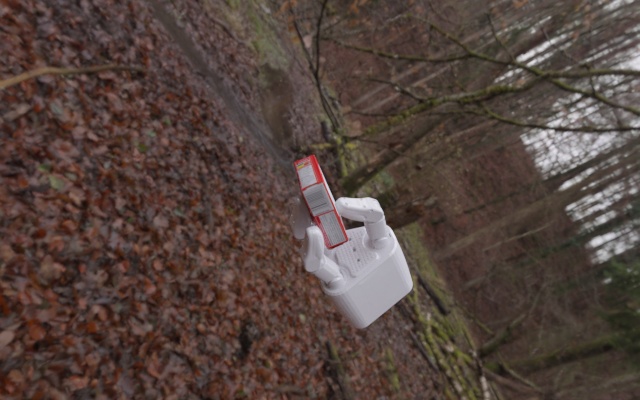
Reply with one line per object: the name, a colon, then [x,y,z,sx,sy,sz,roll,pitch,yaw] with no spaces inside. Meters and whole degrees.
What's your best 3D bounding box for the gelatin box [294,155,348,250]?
gelatin box: [0.000,0.001,0.559,0.030,0.089,0.073,-22,31,3]
